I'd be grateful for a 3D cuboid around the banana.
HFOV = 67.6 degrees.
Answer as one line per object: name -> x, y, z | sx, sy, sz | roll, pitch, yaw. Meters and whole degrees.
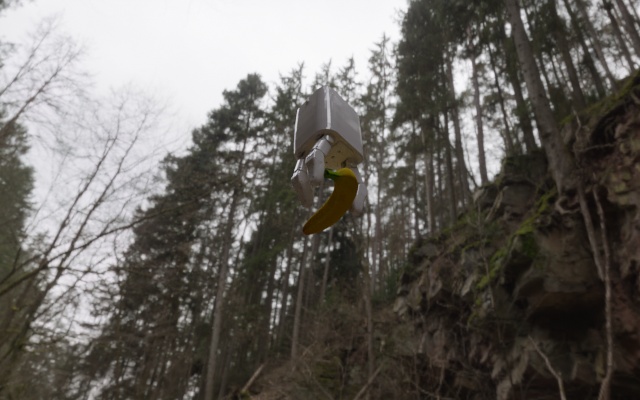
banana -> 0.019, 0.001, 0.768 | 0.069, 0.037, 0.198 | 0, -32, -13
